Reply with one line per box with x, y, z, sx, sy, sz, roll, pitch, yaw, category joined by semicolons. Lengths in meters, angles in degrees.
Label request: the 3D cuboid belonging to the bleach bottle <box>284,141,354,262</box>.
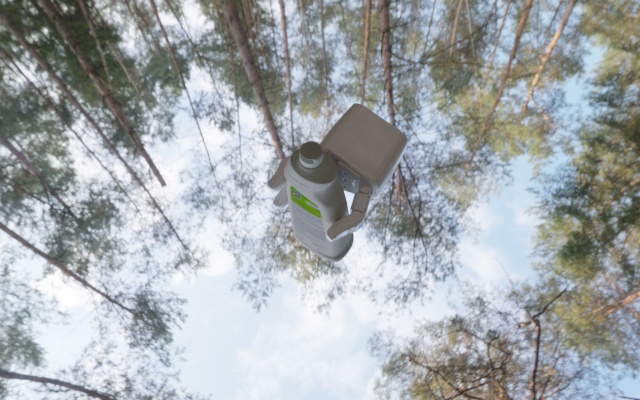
0.000;0.002;0.700;0.102;0.068;0.251;28;-24;16;bleach bottle
